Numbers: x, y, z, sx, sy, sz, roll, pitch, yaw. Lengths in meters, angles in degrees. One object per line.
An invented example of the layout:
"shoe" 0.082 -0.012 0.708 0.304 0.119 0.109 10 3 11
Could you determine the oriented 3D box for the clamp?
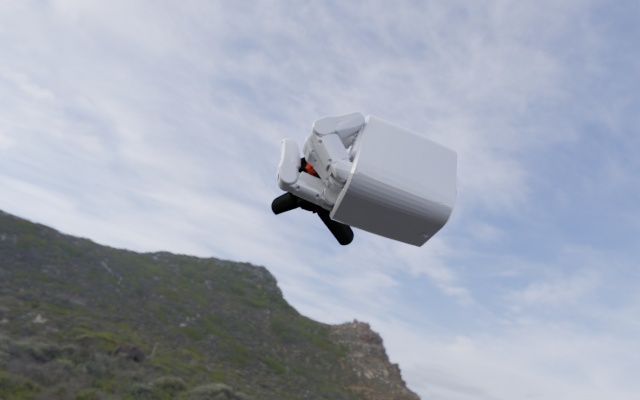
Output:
"clamp" 0.000 0.001 0.586 0.120 0.039 0.171 23 -24 -1
